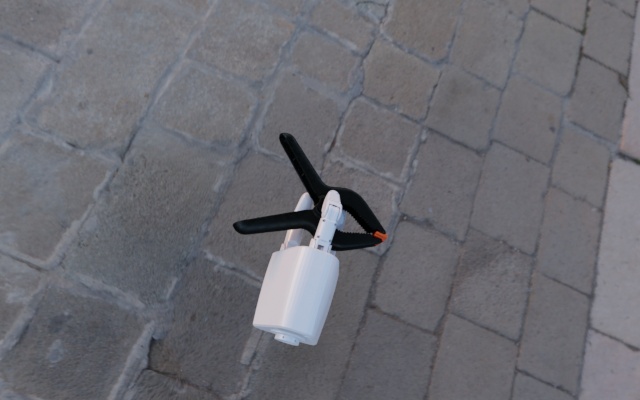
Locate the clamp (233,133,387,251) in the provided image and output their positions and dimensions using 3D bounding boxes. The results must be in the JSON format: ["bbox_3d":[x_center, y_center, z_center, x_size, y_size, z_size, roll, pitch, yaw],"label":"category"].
[{"bbox_3d":[0.001,0.002,0.681,0.210,0.164,0.036,20,-20,-9],"label":"clamp"}]
